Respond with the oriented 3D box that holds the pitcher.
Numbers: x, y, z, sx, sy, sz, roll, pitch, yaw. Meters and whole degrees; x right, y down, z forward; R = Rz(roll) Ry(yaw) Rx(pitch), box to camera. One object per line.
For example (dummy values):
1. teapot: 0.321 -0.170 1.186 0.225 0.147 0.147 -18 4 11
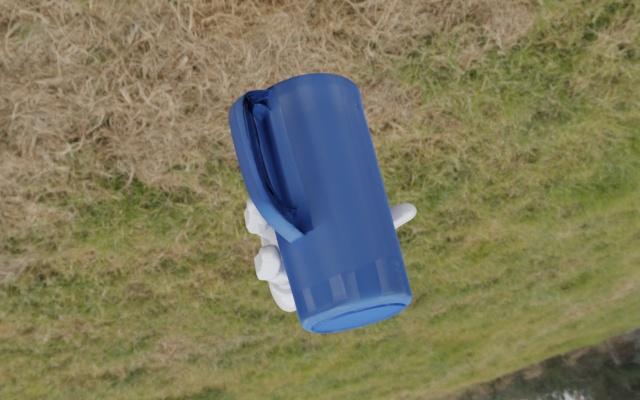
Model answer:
1. pitcher: 0.000 0.002 0.481 0.149 0.242 0.145 -11 -24 -9
